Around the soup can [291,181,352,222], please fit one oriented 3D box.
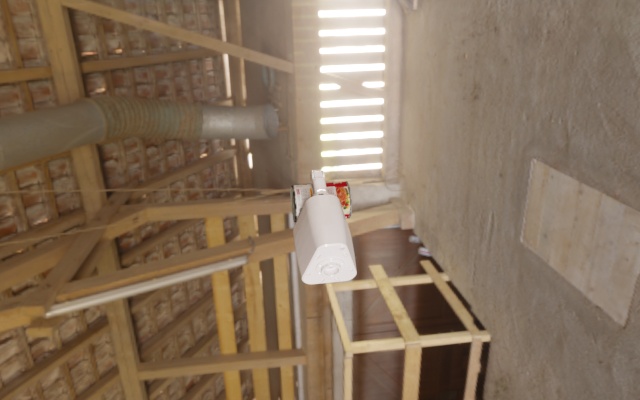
[{"bbox_3d":[0.000,0.002,0.857,0.102,0.068,0.068,-4,0,-7],"label":"soup can"}]
